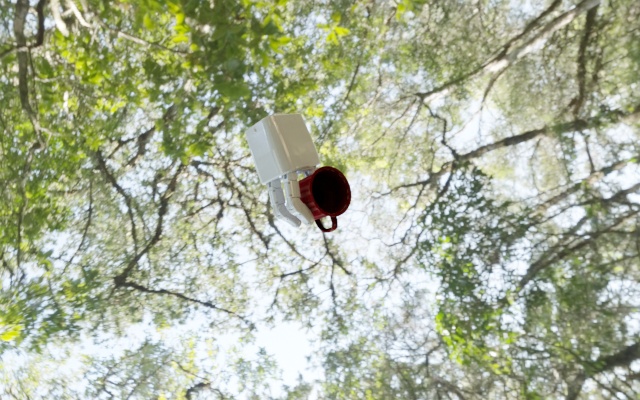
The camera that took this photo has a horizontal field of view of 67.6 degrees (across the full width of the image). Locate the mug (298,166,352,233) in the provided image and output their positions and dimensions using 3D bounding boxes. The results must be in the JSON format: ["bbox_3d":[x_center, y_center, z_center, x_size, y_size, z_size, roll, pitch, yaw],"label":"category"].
[{"bbox_3d":[0.001,0.004,0.878,0.093,0.117,0.081,-18,-1,-37],"label":"mug"}]
